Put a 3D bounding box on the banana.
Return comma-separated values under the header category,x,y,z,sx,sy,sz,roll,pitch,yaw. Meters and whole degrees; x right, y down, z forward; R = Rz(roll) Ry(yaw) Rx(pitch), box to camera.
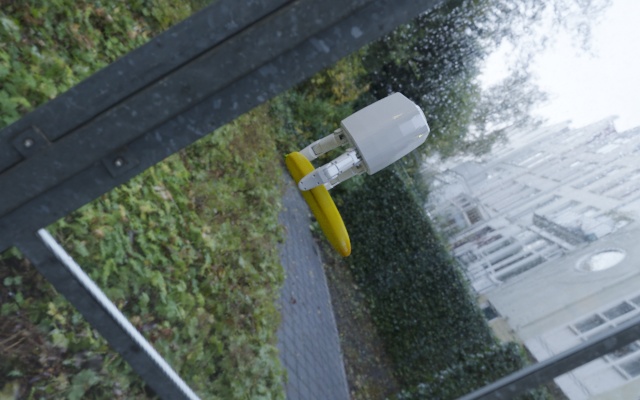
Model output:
category,x,y,z,sx,sy,sz,roll,pitch,yaw
banana,-0.004,-0.004,0.741,0.037,0.197,0.070,-30,-15,1
